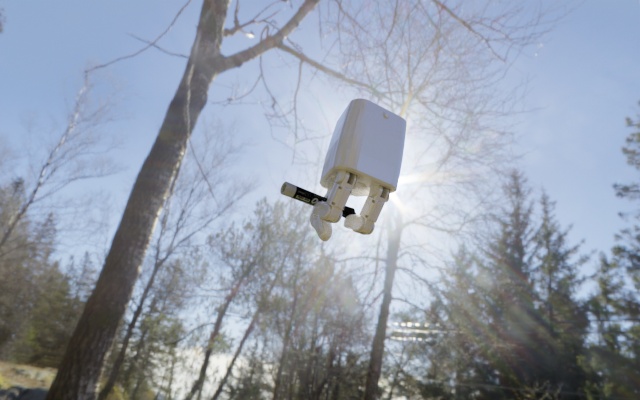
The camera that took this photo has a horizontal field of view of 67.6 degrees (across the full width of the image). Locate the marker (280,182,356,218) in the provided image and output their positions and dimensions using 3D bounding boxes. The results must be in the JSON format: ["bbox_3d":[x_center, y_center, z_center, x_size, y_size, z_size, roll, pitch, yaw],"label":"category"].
[{"bbox_3d":[0.000,0.002,0.674,0.121,0.020,0.020,21,-10,-26],"label":"marker"}]
